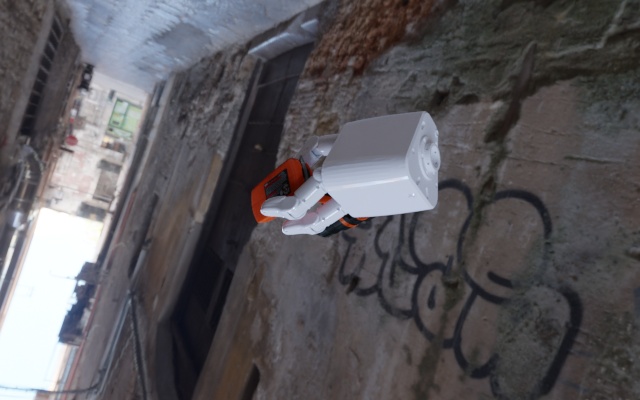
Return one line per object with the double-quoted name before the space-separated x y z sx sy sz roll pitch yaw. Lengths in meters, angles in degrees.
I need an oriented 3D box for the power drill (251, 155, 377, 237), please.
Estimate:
"power drill" 0.000 0.002 0.675 0.187 0.057 0.184 5 -30 -41
